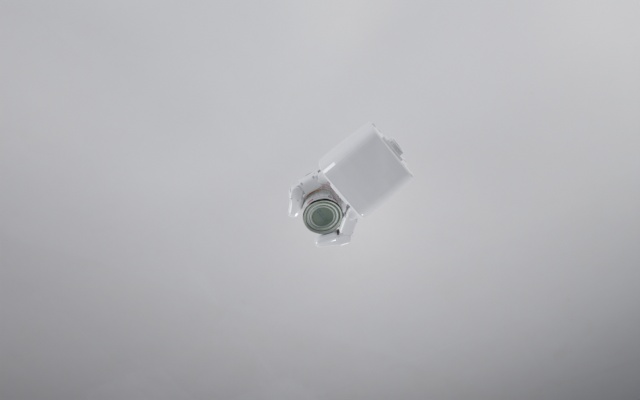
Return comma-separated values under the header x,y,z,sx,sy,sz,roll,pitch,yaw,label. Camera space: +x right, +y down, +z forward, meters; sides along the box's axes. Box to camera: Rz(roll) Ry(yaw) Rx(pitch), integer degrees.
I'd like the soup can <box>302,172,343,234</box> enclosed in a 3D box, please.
x,y,z,sx,sy,sz,roll,pitch,yaw,label
0.000,0.003,0.810,0.068,0.068,0.102,0,30,-6,soup can
